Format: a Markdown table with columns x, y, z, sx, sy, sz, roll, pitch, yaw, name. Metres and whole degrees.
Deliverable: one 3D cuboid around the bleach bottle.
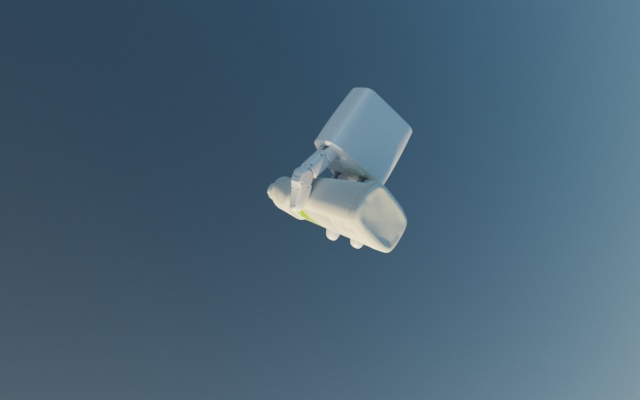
| x | y | z | sx | sy | sz | roll | pitch | yaw | name |
| --- | --- | --- | --- | --- | --- | --- | --- | --- | --- |
| 0.000 | 0.002 | 0.693 | 0.251 | 0.068 | 0.103 | 16 | -23 | 48 | bleach bottle |
